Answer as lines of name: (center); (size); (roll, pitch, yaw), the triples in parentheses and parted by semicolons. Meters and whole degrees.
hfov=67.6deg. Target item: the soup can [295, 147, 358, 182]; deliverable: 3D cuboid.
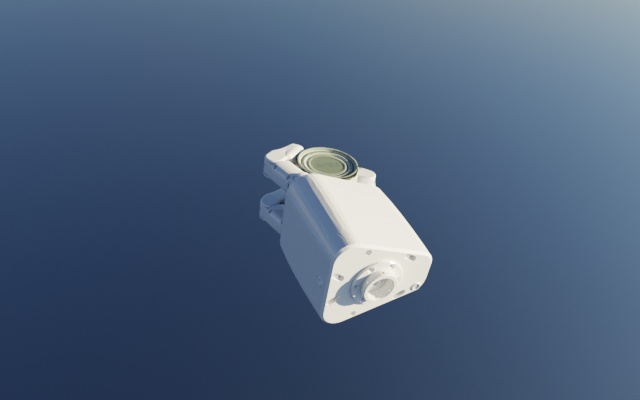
soup can: (0.000, 0.001, 0.524); (0.068, 0.102, 0.068); (7, 33, -5)
